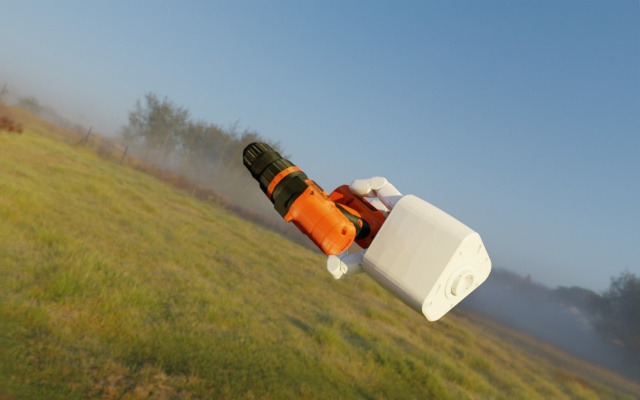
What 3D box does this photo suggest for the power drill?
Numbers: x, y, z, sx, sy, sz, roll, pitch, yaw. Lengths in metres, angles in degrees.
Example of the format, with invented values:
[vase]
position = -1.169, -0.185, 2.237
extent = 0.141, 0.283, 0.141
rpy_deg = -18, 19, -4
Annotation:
[power drill]
position = 0.001, 0.002, 0.620
extent = 0.184, 0.057, 0.188
rpy_deg = 47, 16, 26
